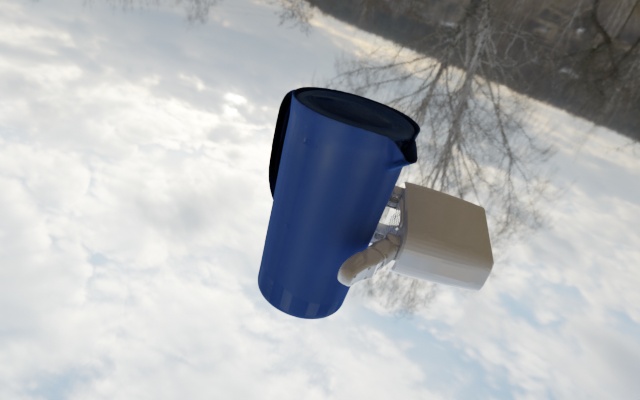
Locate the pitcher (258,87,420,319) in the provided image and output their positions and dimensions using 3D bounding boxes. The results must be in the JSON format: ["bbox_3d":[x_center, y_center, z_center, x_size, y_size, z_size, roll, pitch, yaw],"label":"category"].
[{"bbox_3d":[0.000,0.002,0.533,0.145,0.243,0.149,15,25,-5],"label":"pitcher"}]
